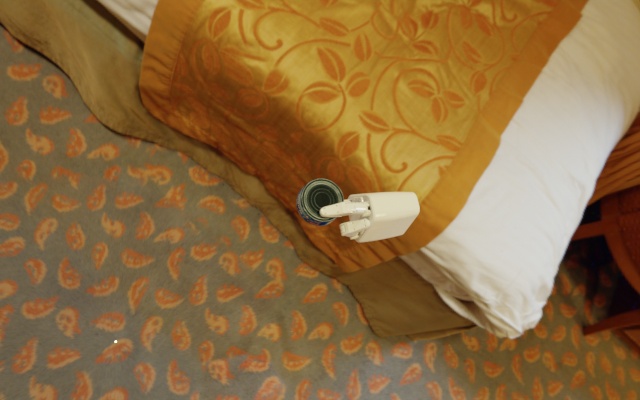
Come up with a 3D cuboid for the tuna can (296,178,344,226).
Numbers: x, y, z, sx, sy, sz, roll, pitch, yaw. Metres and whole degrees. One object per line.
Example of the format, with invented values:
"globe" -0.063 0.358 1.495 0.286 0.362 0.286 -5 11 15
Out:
"tuna can" 0.000 0.003 0.893 0.086 0.086 0.034 0 -15 -17
